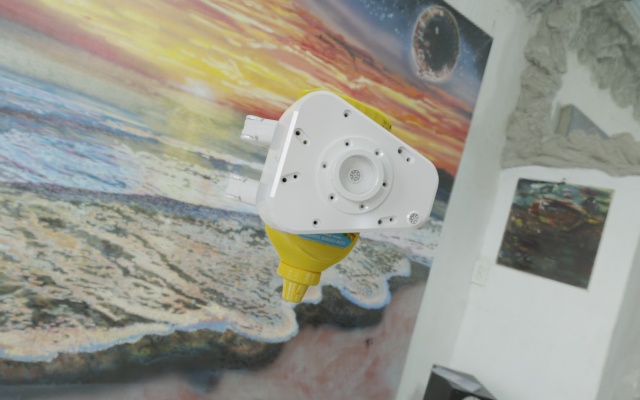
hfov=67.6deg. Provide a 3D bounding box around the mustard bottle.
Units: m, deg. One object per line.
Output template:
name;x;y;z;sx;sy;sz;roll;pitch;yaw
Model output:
mustard bottle;0.000;0.001;0.446;0.096;0.191;0.058;17;-2;-35
